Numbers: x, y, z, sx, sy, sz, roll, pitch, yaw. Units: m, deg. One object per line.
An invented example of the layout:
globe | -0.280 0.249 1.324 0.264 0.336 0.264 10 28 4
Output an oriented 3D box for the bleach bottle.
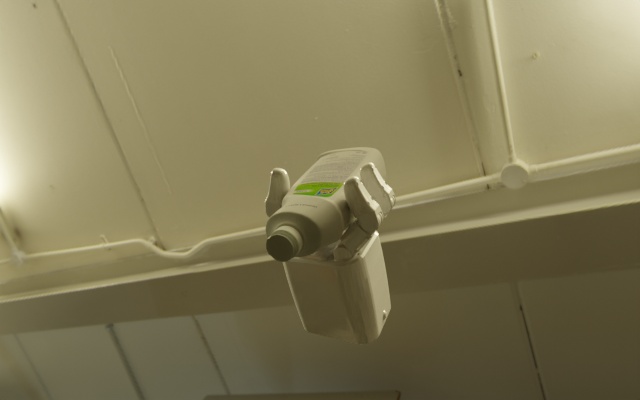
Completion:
bleach bottle | 0.000 0.002 0.553 0.102 0.068 0.250 -6 18 25
